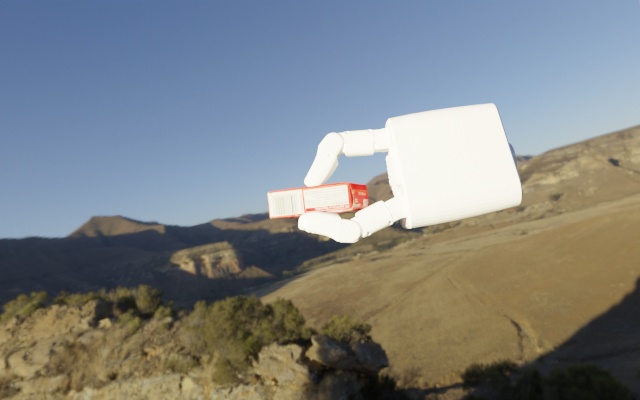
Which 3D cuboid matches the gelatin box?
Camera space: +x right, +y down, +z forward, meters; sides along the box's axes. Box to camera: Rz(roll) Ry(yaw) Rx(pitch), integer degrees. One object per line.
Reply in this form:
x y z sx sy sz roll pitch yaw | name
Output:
0.000 0.001 0.497 0.089 0.030 0.073 -6 -3 17 | gelatin box
